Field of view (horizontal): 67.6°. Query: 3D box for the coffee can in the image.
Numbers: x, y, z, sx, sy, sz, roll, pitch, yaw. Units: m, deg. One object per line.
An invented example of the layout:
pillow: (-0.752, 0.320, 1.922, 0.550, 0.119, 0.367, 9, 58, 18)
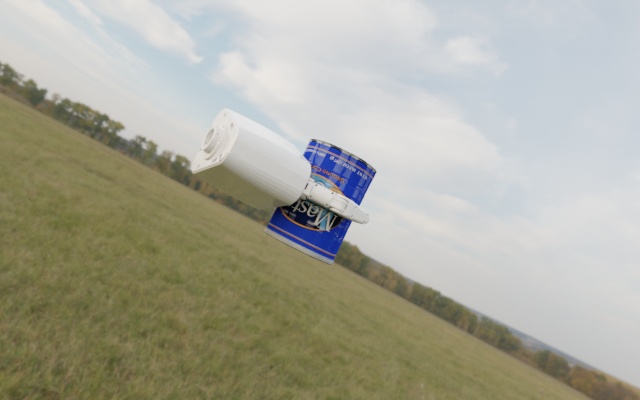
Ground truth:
coffee can: (0.000, 0.002, 0.648, 0.103, 0.140, 0.103, 26, -4, 2)
